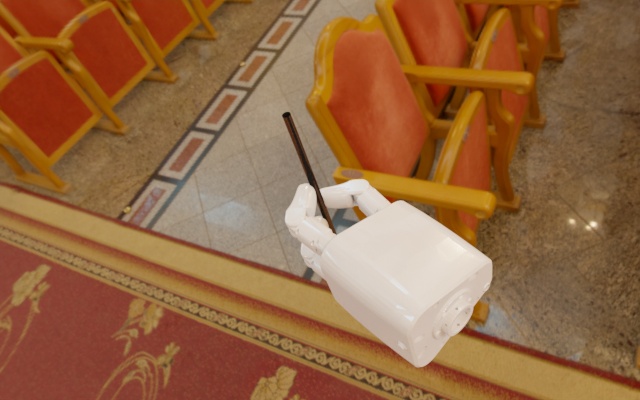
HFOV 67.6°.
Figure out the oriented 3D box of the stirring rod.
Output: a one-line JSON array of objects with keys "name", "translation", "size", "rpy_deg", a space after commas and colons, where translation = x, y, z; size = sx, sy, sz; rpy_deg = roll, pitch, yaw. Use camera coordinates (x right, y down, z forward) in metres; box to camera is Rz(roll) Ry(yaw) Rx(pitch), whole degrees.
[{"name": "stirring rod", "translation": [0.000, 0.002, 0.509], "size": [0.011, 0.011, 0.240], "rpy_deg": [0, -40, 19]}]
